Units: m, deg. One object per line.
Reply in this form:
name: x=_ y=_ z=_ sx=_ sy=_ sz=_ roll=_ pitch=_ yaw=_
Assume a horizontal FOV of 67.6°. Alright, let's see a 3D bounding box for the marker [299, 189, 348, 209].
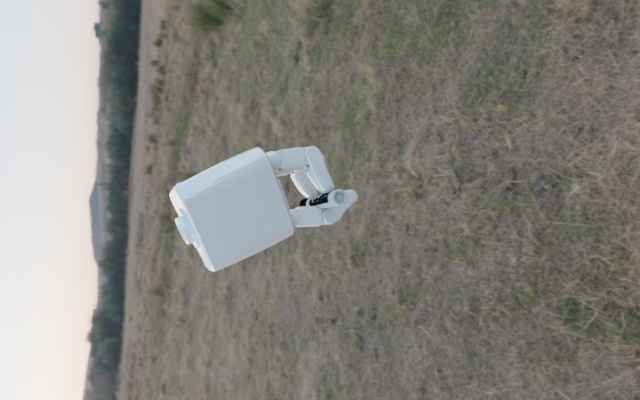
marker: x=0.000 y=0.002 z=0.587 sx=0.020 sy=0.020 sz=0.121 roll=0 pitch=-5 yaw=-22
